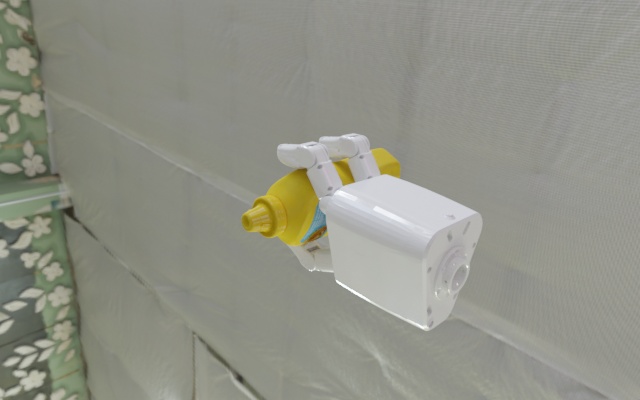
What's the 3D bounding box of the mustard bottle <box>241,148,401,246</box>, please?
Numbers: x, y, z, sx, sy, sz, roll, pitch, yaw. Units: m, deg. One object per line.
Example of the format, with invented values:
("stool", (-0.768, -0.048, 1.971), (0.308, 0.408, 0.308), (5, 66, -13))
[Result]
("mustard bottle", (0.000, 0.001, 0.508), (0.191, 0.096, 0.058), (-16, 54, -42))
